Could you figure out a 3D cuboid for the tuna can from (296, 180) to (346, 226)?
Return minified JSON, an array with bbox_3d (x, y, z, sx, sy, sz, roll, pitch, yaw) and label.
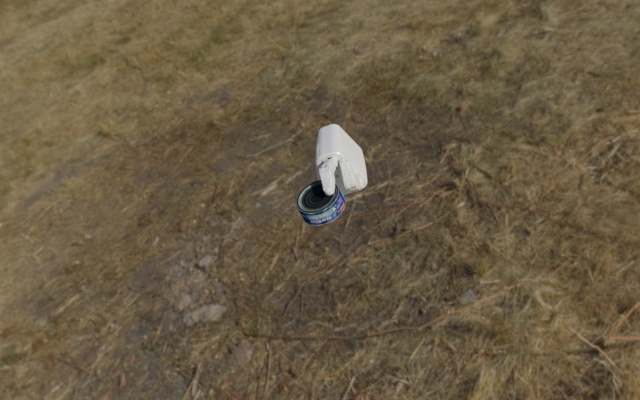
[{"bbox_3d":[0.000,0.002,0.863,0.086,0.086,0.034,0,-41,28],"label":"tuna can"}]
